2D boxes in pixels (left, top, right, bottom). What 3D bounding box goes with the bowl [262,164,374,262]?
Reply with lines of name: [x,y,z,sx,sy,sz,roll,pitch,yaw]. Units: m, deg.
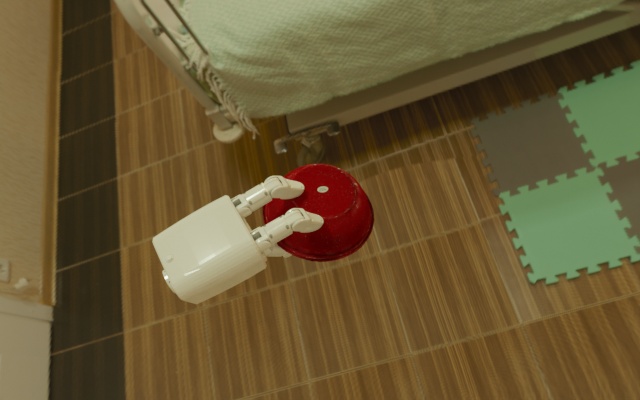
bowl: [0.001,0.001,0.667,0.162,0.162,0.055,0,-36,-7]
